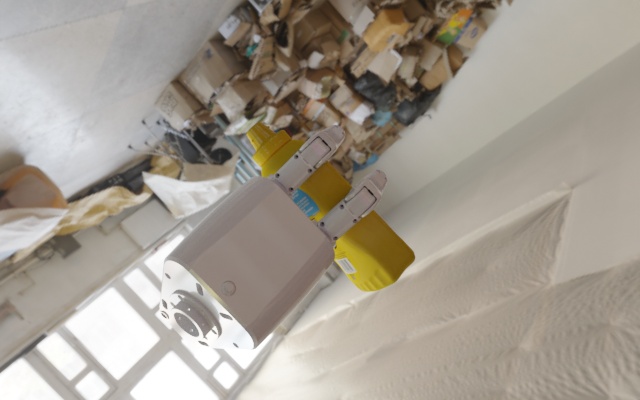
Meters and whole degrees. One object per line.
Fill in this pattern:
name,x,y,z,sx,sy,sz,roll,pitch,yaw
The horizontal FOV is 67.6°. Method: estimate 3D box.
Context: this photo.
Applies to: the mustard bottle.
mustard bottle,0.000,0.001,0.459,0.058,0.191,0.096,-44,4,-17
